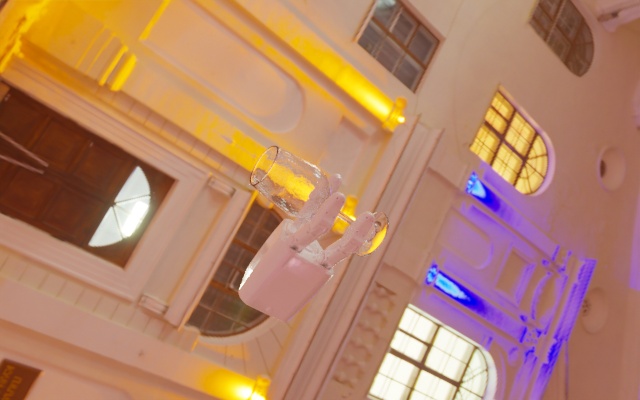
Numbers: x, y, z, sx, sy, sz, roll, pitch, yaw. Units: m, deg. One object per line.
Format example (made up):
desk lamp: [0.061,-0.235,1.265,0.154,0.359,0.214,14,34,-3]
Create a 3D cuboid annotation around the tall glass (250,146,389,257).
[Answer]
tall glass: [0.001,0.002,0.668,0.201,0.079,0.079,33,-16,-26]
